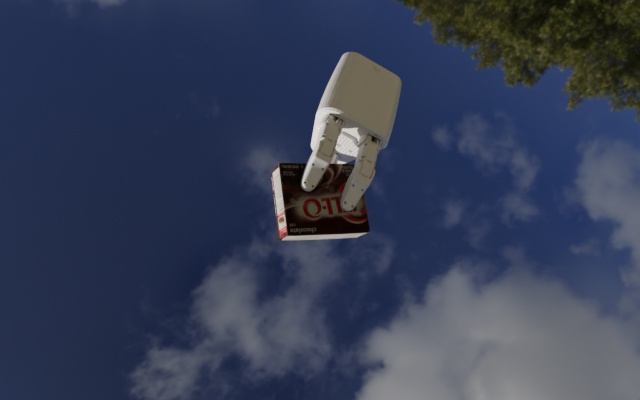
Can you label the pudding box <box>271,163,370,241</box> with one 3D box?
[{"bbox_3d":[0.000,0.002,0.587,0.113,0.090,0.039,-2,-17,-23],"label":"pudding box"}]
